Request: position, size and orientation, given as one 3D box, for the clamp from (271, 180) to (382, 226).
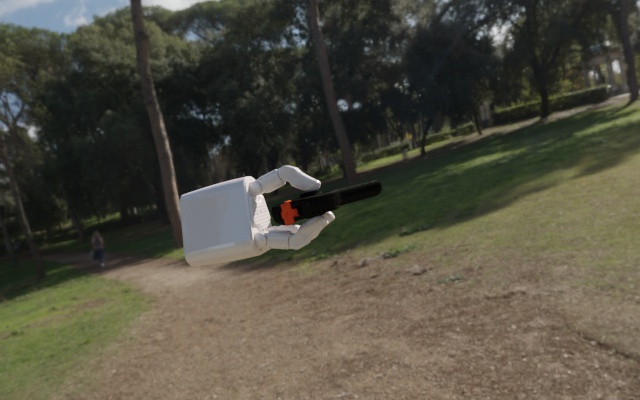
[{"bbox_3d":[0.000,0.001,0.665,0.164,0.036,0.210,-14,2,12],"label":"clamp"}]
